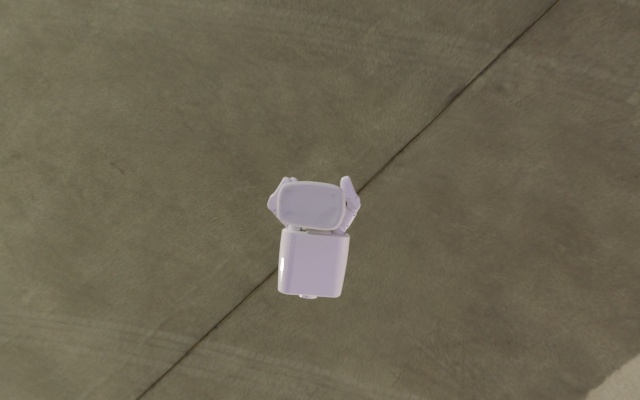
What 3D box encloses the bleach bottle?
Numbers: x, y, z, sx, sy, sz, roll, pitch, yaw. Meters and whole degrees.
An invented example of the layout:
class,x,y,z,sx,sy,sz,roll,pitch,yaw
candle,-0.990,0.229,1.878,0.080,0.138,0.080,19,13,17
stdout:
class,x,y,z,sx,sy,sz,roll,pitch,yaw
bleach bottle,0.000,0.003,0.802,0.102,0.068,0.251,7,3,7
